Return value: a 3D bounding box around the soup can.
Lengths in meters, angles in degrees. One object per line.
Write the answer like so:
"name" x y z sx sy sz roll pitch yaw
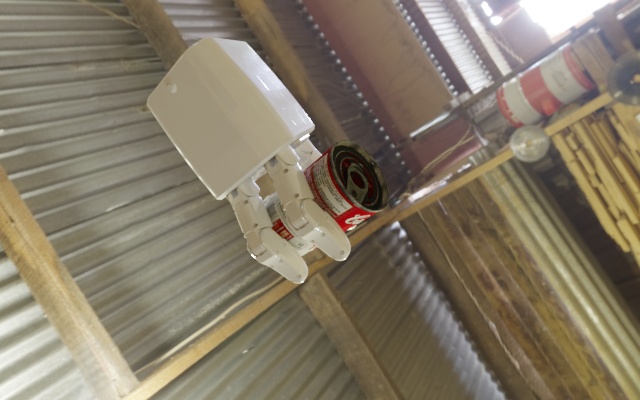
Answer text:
"soup can" 0.000 0.002 0.426 0.102 0.068 0.068 -34 -21 36
